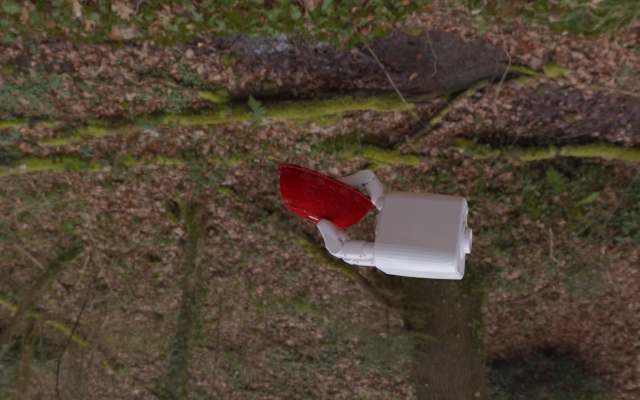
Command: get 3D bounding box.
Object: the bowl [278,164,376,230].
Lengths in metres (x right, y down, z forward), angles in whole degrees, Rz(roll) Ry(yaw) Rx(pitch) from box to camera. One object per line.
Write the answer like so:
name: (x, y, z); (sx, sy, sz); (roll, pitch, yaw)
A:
bowl: (-0.001, 0.002, 0.721); (0.162, 0.055, 0.162); (23, -7, 3)
